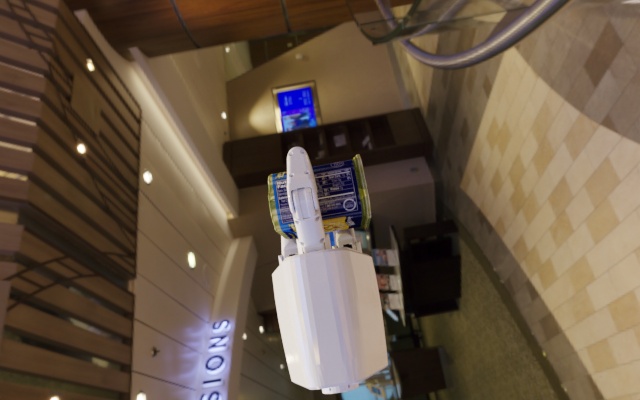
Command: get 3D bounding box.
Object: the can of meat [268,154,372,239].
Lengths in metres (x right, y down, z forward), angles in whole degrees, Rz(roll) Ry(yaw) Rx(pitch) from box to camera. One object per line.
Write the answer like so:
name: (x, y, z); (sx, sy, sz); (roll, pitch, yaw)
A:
can of meat: (0.000, 0.001, 0.446); (0.084, 0.057, 0.102); (-10, -12, 1)
